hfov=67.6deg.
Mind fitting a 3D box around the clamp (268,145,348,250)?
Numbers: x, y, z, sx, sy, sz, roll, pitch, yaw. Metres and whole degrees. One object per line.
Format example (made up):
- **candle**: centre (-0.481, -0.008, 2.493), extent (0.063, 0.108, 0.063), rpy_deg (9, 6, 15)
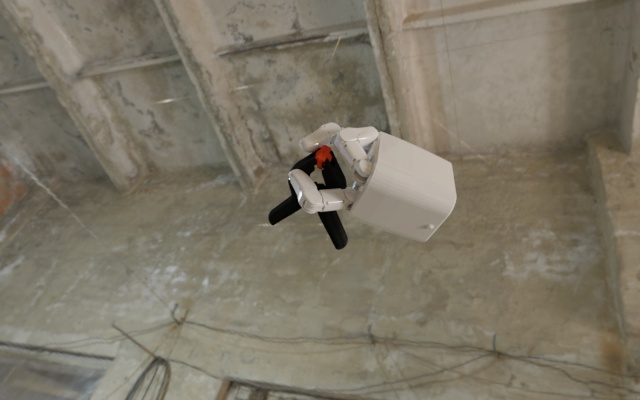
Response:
- **clamp**: centre (0.000, 0.002, 0.645), extent (0.120, 0.039, 0.172), rpy_deg (21, -40, -4)
